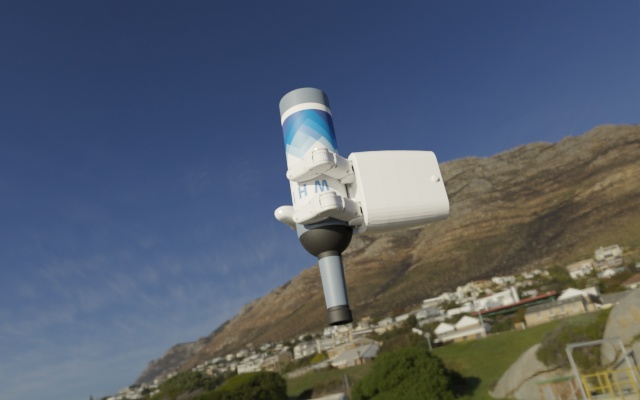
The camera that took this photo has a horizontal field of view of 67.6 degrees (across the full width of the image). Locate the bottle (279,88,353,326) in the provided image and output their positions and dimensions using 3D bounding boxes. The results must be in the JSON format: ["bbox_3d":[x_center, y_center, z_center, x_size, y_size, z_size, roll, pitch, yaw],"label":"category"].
[{"bbox_3d":[0.000,0.002,0.582,0.069,0.295,0.069,-8,-24,-4],"label":"bottle"}]
